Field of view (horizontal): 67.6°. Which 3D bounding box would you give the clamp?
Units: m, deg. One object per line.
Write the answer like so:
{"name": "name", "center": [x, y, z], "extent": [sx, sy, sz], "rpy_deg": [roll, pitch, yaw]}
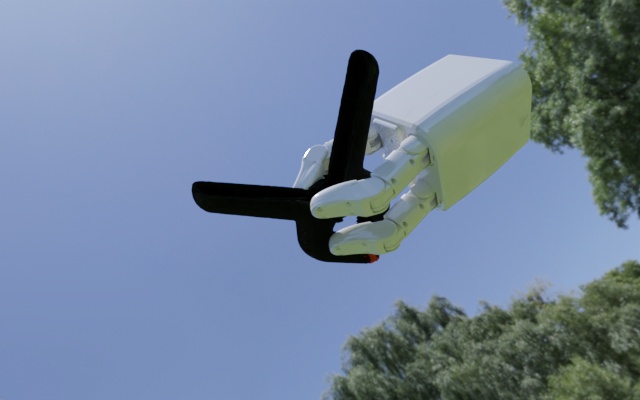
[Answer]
{"name": "clamp", "center": [0.000, 0.001, 0.404], "extent": [0.164, 0.210, 0.036], "rpy_deg": [-35, 48, -10]}
